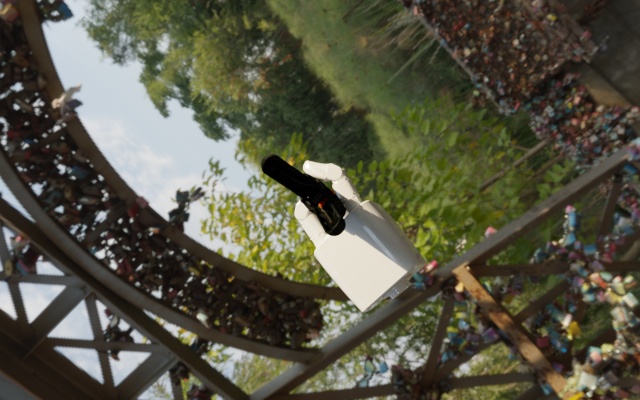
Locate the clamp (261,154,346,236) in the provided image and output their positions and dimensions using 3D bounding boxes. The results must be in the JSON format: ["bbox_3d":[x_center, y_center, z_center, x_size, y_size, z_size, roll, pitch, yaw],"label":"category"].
[{"bbox_3d":[0.000,0.002,0.587,0.039,0.120,0.171,-42,-18,11],"label":"clamp"}]
